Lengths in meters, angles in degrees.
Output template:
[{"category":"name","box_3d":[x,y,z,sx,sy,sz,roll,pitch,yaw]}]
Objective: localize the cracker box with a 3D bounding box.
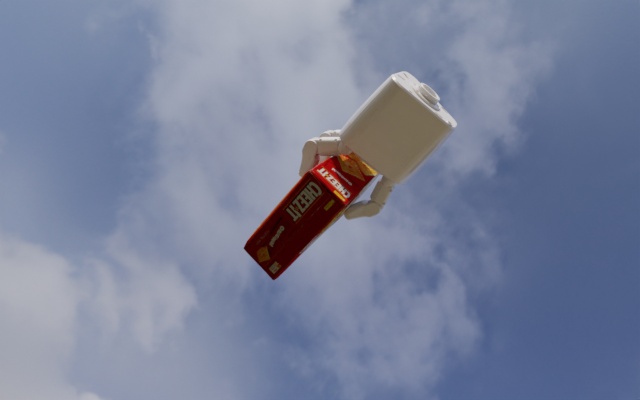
[{"category":"cracker box","box_3d":[0.000,0.002,0.705,0.164,0.072,0.213,-48,-5,29]}]
